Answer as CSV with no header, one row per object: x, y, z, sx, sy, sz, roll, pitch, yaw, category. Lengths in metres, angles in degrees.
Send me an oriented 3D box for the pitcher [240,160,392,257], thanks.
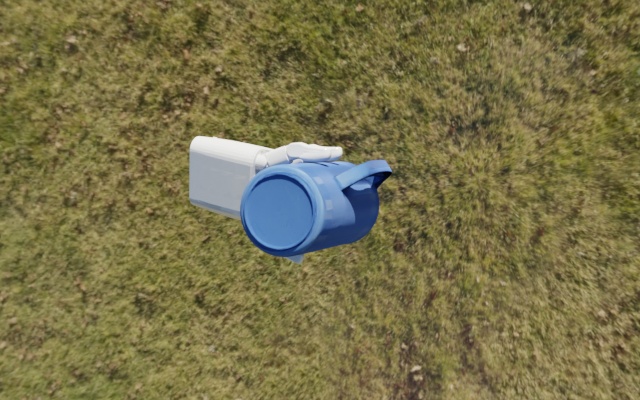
0.000,0.002,0.654,0.145,0.149,0.243,15,7,18,pitcher
